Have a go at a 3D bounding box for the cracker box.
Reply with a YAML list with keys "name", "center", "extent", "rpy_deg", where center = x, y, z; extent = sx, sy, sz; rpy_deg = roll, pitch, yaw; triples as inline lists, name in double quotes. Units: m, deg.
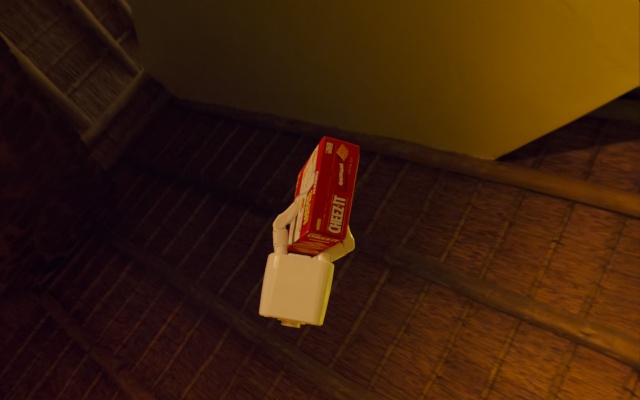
- name: "cracker box"
  center: [0.000, 0.003, 0.858]
  extent: [0.072, 0.164, 0.214]
  rpy_deg: [12, -15, -11]
